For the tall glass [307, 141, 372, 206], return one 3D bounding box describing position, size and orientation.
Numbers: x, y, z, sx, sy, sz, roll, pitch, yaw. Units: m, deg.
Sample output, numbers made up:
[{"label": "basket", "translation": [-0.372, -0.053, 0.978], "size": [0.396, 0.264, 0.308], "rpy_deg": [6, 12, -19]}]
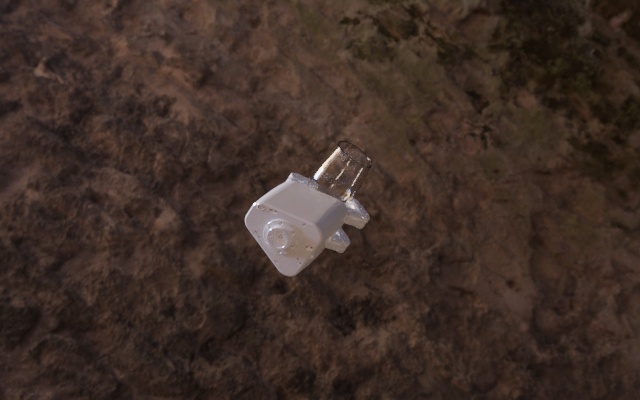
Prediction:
[{"label": "tall glass", "translation": [0.000, 0.003, 0.759], "size": [0.079, 0.201, 0.079], "rpy_deg": [28, 26, -15]}]
